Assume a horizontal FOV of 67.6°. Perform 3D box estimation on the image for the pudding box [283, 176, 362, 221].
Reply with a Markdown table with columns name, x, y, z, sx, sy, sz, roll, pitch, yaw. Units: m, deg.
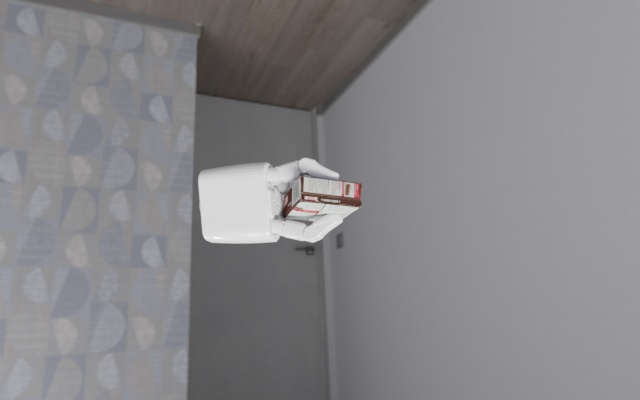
| name | x | y | z | sx | sy | sz | roll | pitch | yaw |
| --- | --- | --- | --- | --- | --- | --- | --- | --- | --- |
| pudding box | 0.000 | 0.002 | 0.692 | 0.090 | 0.039 | 0.113 | 5 | -15 | -15 |
